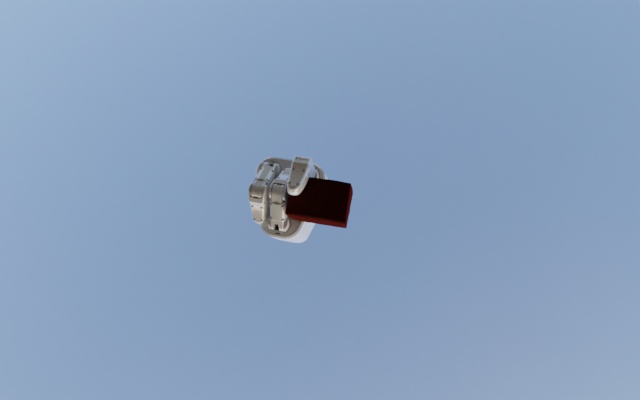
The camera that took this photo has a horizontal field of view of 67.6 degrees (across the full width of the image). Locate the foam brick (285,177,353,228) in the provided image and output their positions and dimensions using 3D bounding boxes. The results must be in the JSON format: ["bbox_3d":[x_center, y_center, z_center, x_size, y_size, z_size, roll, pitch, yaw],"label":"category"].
[{"bbox_3d":[0.000,0.002,0.616,0.078,0.053,0.051,9,-10,9],"label":"foam brick"}]
